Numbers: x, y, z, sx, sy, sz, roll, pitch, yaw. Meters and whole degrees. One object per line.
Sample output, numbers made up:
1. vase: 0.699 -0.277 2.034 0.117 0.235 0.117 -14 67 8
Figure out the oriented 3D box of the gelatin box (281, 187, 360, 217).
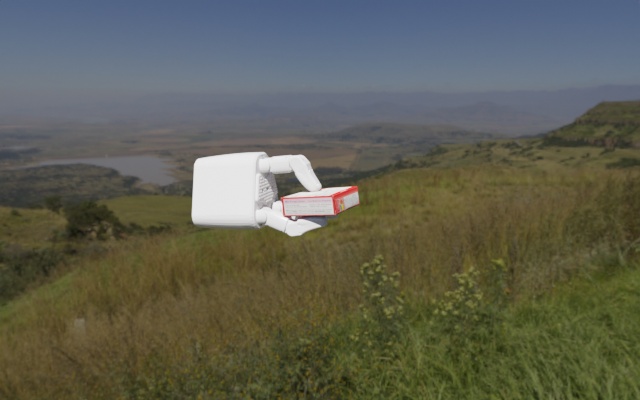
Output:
1. gelatin box: 0.000 0.002 0.680 0.089 0.030 0.073 -3 9 32
